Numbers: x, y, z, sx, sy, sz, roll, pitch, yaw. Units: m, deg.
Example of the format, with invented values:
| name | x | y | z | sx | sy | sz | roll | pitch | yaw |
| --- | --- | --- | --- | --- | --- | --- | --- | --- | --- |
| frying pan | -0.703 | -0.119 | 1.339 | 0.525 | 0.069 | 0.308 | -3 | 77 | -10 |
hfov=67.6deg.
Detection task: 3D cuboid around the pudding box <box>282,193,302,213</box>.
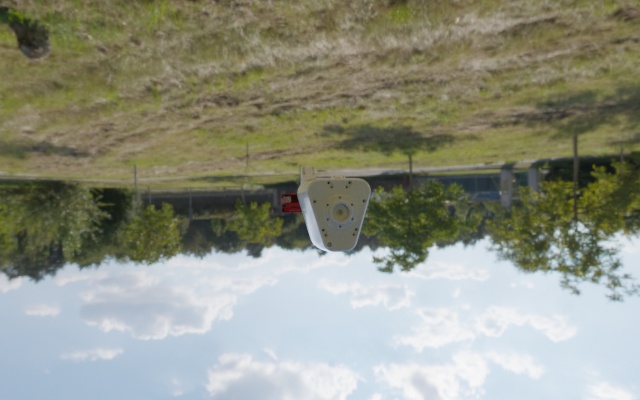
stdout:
| name | x | y | z | sx | sy | sz | roll | pitch | yaw |
| --- | --- | --- | --- | --- | --- | --- | --- | --- | --- |
| pudding box | 0.000 | 0.003 | 0.855 | 0.113 | 0.039 | 0.090 | 1 | -1 | -36 |
